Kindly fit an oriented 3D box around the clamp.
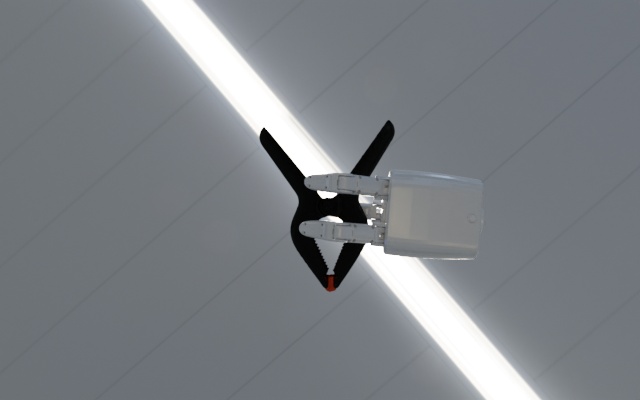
[{"bbox_3d":[0.000,0.002,0.580,0.164,0.210,0.036,5,-2,6],"label":"clamp"}]
